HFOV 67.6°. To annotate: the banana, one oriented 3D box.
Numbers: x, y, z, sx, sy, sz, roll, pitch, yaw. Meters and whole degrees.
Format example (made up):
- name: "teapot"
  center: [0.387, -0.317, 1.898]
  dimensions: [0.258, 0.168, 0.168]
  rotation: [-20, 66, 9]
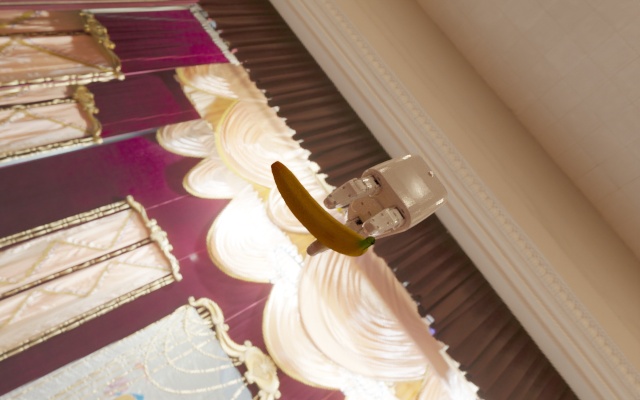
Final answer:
- name: "banana"
  center: [0.000, 0.019, 0.638]
  dimensions: [0.037, 0.070, 0.197]
  rotation: [-25, 49, -38]
